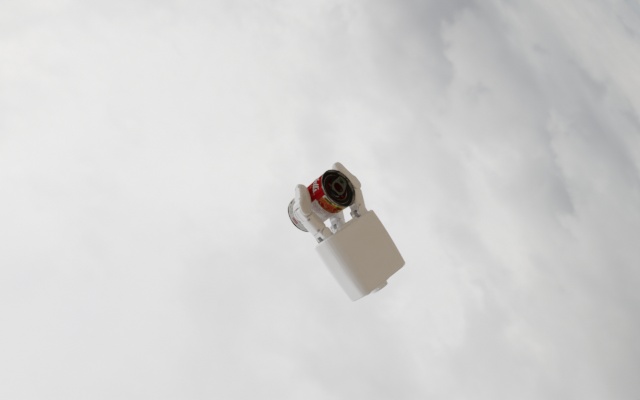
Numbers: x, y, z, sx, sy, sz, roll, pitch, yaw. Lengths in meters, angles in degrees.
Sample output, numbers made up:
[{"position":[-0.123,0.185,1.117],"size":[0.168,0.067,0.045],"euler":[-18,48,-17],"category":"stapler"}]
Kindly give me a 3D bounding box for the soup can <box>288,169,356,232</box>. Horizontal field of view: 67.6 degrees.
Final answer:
[{"position":[0.000,0.002,0.790],"size":[0.068,0.068,0.102],"euler":[0,-27,-41],"category":"soup can"}]
